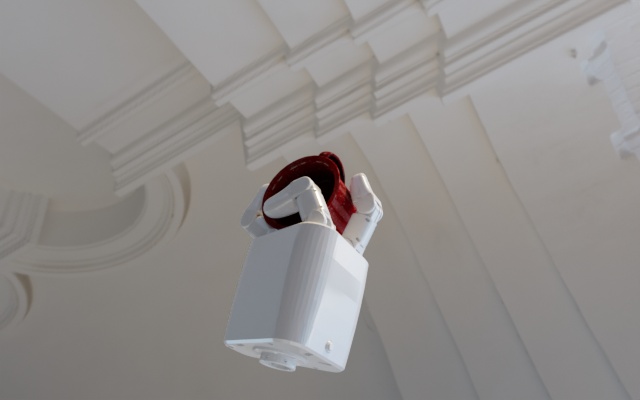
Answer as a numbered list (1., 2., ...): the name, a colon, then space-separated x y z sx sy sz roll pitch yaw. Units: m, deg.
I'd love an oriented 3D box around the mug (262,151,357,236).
1. mug: 0.000 0.001 0.527 0.093 0.117 0.081 -2 -33 33
